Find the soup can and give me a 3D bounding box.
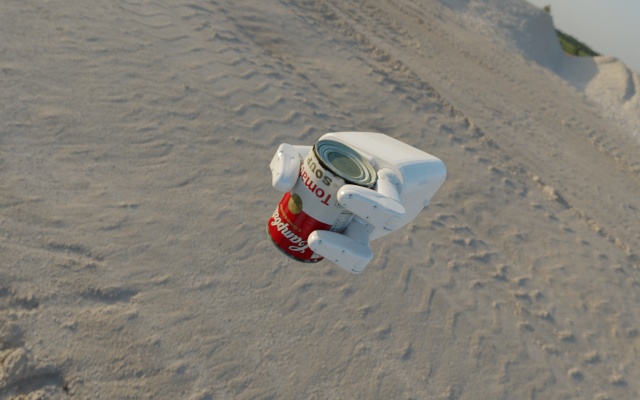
[{"bbox_3d":[0.000,0.001,0.455,0.068,0.102,0.068,24,31,-15],"label":"soup can"}]
